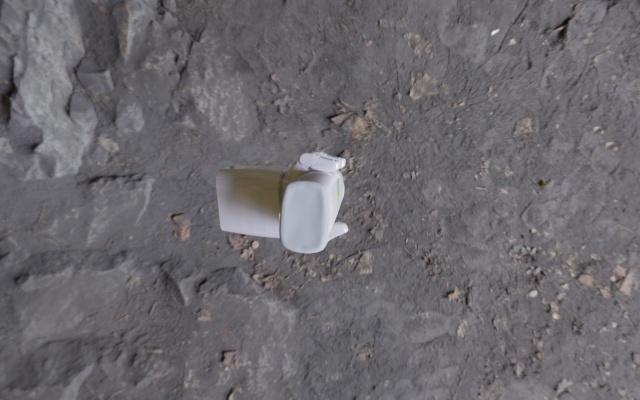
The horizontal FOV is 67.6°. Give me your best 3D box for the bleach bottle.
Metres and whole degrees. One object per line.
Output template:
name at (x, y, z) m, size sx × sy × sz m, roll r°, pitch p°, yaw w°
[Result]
bleach bottle at (0.000, 0.002, 0.751) m, size 0.068 × 0.102 × 0.251 m, roll 5°, pitch 9°, yaw 10°
